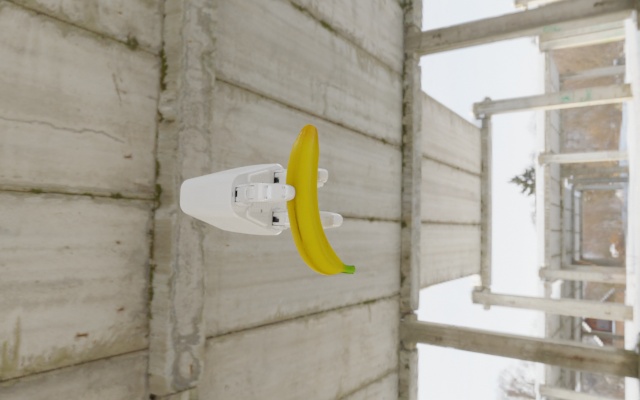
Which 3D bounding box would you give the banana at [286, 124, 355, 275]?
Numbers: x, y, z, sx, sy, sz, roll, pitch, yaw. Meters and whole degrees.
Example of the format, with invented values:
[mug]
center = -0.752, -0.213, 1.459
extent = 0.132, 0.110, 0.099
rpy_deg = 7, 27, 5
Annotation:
[banana]
center = -0.010, 0.012, 0.572
extent = 0.037, 0.198, 0.069
rpy_deg = -1, 21, 40
